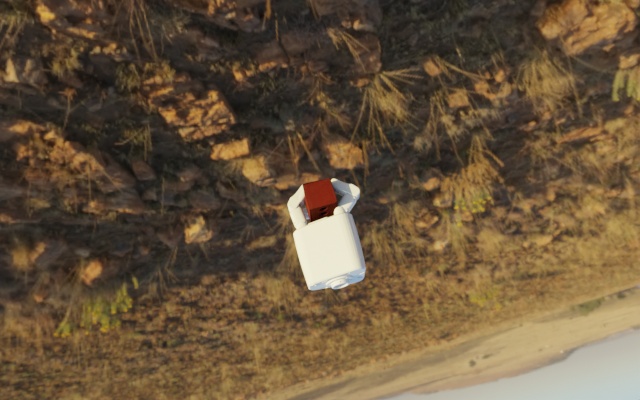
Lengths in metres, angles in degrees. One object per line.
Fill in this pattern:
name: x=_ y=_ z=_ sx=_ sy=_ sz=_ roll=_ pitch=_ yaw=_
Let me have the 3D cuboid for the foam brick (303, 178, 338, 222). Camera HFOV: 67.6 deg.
foam brick: x=0.000 y=0.003 z=0.870 sx=0.053 sy=0.051 sz=0.078 roll=-14 pitch=-24 yaw=-4
